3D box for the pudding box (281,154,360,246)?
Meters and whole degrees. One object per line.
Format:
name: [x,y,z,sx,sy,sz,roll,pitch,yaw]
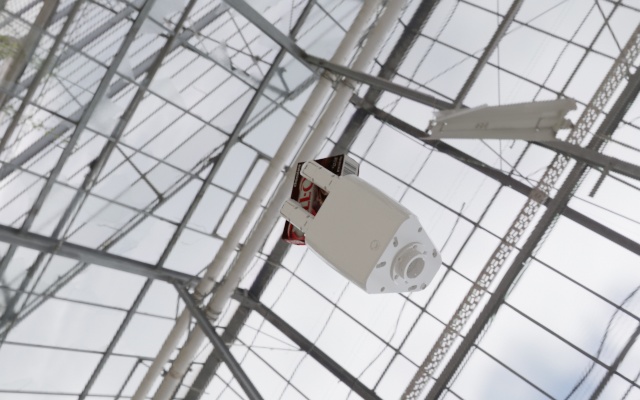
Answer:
pudding box: [0.000,0.002,0.618,0.090,0.113,0.039,-6,-25,45]
